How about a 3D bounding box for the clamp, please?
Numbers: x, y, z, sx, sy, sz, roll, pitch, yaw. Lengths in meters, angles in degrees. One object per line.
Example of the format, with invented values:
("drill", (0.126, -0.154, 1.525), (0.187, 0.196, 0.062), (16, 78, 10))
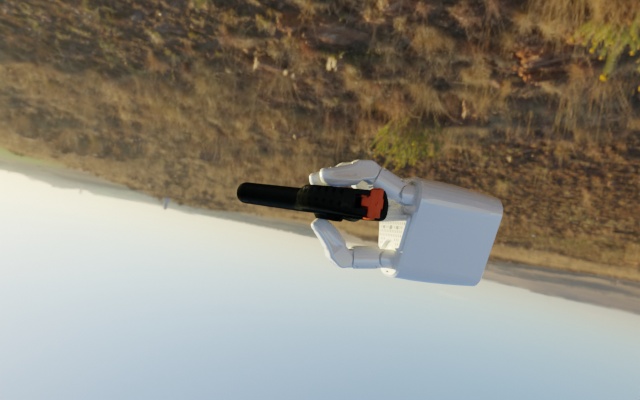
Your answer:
("clamp", (0.000, 0.003, 0.511), (0.164, 0.036, 0.210), (9, -3, -15))
